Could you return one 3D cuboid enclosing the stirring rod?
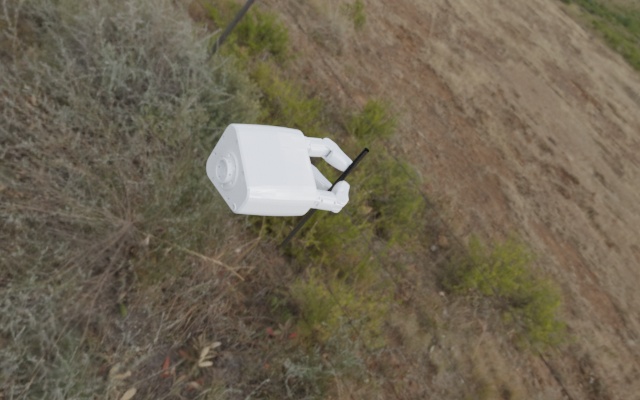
[{"bbox_3d":[0.000,0.003,0.734,0.011,0.011,0.240,0,-37,-42],"label":"stirring rod"}]
